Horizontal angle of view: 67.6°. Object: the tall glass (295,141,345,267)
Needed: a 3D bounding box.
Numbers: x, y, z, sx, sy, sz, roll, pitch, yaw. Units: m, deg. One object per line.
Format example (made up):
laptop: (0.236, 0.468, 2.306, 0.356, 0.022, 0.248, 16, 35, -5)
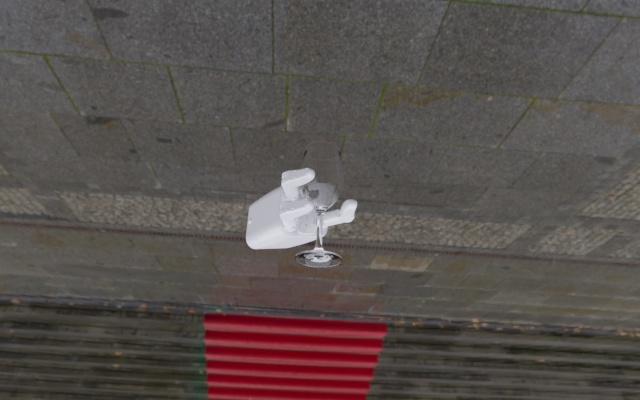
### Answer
tall glass: (0.000, 0.003, 0.784, 0.079, 0.201, 0.079, 2, -26, 1)
